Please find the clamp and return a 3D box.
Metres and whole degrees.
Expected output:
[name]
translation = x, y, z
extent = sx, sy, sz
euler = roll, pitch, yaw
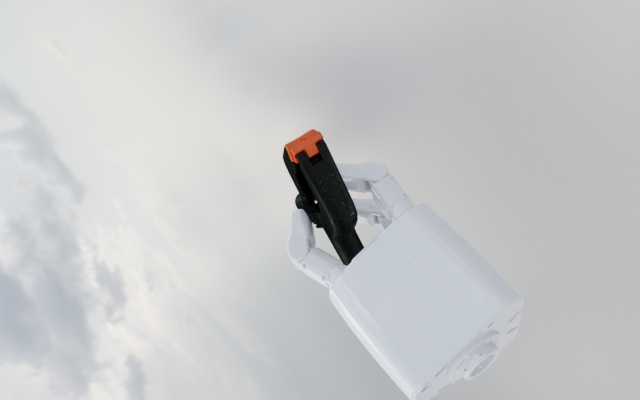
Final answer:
[clamp]
translation = -0.001, 0.002, 0.457
extent = 0.036, 0.164, 0.210
euler = -33, -38, -9
